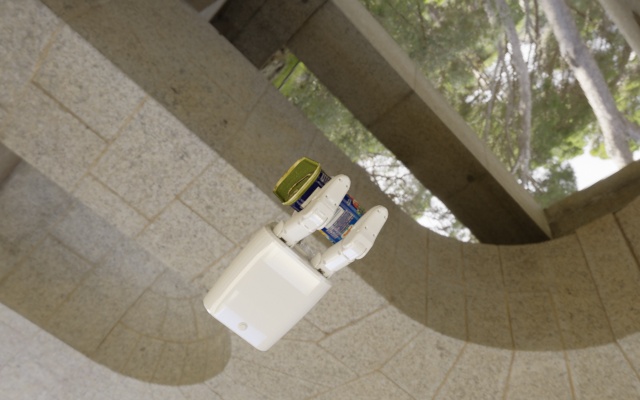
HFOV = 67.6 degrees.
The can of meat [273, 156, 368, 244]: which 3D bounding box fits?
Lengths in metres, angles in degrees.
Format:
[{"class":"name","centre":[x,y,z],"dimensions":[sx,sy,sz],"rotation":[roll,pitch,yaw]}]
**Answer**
[{"class":"can of meat","centre":[0.000,0.002,0.540],"dimensions":[0.084,0.057,0.102],"rotation":[42,-2,-17]}]
